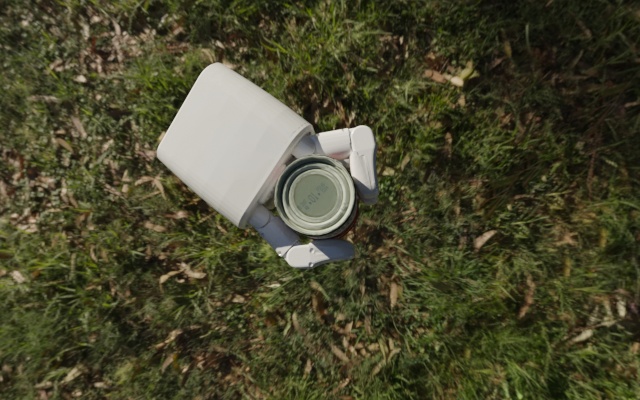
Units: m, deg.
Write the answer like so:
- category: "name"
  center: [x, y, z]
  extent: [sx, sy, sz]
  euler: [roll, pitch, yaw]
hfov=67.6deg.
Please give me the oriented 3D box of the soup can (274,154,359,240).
- category: "soup can"
  center: [0.000, 0.002, 0.427]
  extent: [0.068, 0.068, 0.102]
  euler: [0, -7, 5]
